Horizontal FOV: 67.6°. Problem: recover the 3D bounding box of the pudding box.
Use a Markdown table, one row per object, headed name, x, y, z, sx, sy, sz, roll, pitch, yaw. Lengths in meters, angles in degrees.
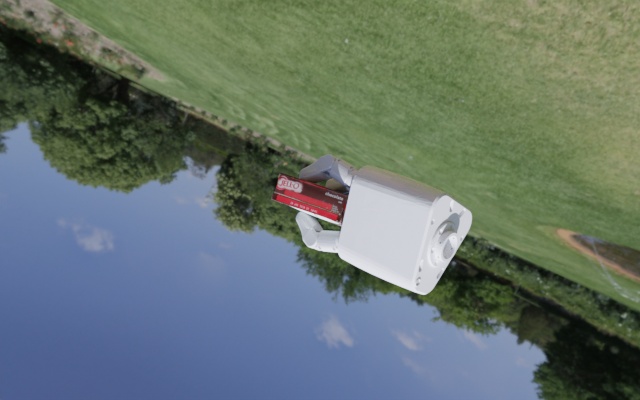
| name | x | y | z | sx | sy | sz | roll | pitch | yaw |
| --- | --- | --- | --- | --- | --- | --- | --- | --- | --- |
| pudding box | 0.000 | 0.002 | 0.598 | 0.090 | 0.039 | 0.113 | 20 | -3 | 15 |
